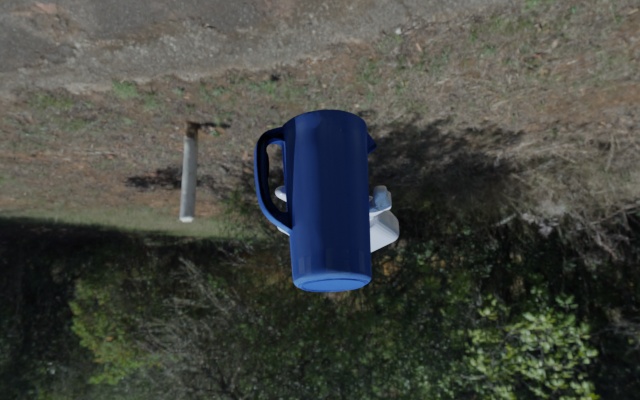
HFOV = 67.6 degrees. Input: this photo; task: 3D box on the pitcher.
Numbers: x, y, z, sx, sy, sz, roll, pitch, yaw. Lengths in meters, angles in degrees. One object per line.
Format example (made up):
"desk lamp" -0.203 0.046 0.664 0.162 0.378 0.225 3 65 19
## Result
"pitcher" 0.000 0.002 0.686 0.149 0.242 0.145 -12 -22 24
